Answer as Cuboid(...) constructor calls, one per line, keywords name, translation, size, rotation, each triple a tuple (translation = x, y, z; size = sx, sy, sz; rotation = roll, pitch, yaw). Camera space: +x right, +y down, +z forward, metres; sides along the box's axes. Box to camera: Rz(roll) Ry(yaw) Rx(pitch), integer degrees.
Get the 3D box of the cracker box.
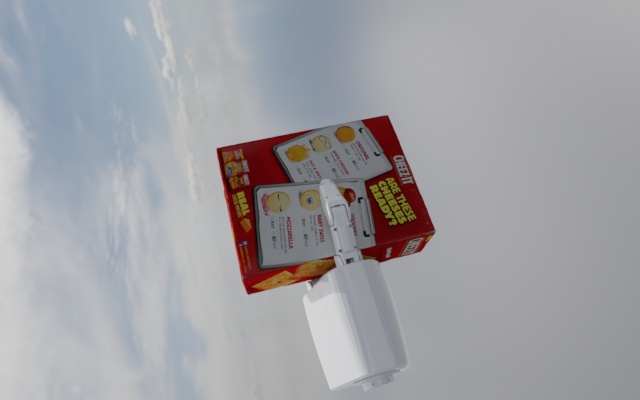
Cuboid(name="cracker box", translation=(0.000, 0.002, 0.559), size=(0.213, 0.164, 0.072), rotation=(-12, -25, -10))
